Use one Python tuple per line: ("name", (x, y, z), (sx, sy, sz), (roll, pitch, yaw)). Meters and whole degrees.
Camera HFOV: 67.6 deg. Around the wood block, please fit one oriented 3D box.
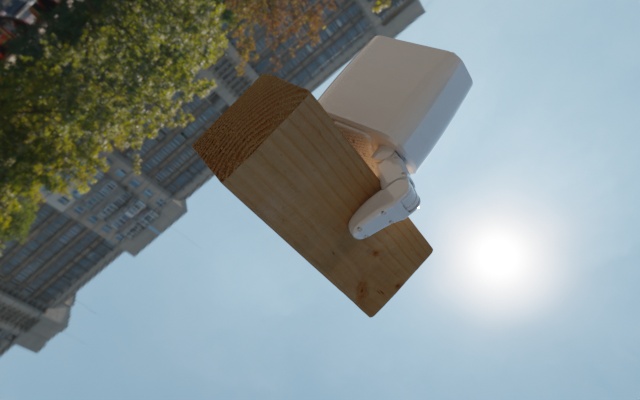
("wood block", (0.001, 0.001, 0.419), (0.206, 0.090, 0.090), (47, -5, -36))
